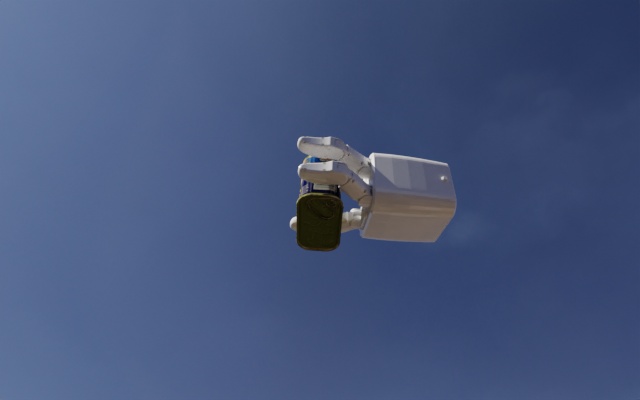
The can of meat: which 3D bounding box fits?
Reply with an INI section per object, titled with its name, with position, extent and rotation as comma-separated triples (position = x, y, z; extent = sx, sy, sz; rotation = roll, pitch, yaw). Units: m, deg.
[can of meat]
position = 0.000, 0.002, 0.628
extent = 0.057, 0.102, 0.083
rotation = 3, 44, 1
